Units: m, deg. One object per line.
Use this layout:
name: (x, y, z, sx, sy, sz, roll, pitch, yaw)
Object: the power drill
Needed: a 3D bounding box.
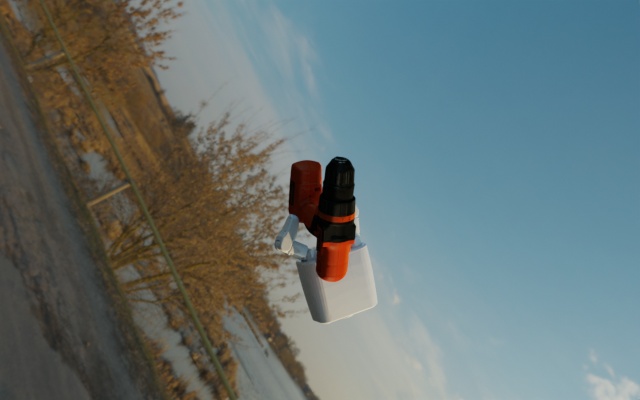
power drill: (0.000, 0.002, 0.719, 0.057, 0.184, 0.187, -1, 23, -17)
